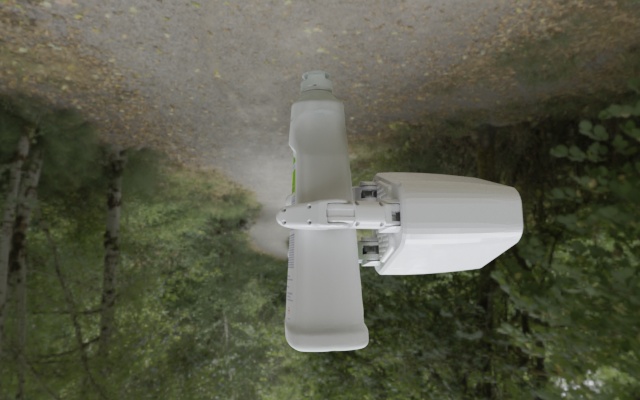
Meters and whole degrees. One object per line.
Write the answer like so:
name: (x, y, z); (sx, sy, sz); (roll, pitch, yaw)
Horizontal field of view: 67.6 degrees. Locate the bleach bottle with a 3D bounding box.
bleach bottle: (0.000, 0.001, 0.439); (0.068, 0.251, 0.102); (0, -8, -10)
